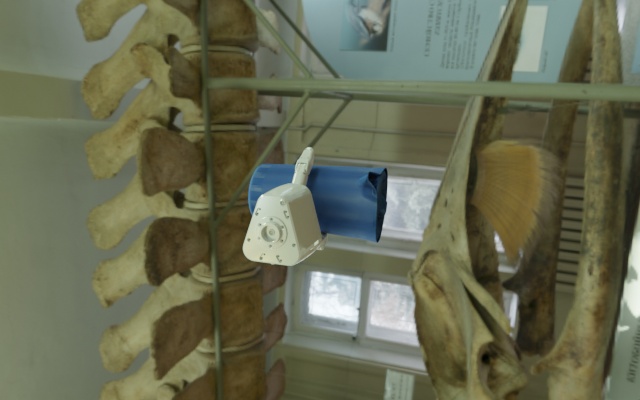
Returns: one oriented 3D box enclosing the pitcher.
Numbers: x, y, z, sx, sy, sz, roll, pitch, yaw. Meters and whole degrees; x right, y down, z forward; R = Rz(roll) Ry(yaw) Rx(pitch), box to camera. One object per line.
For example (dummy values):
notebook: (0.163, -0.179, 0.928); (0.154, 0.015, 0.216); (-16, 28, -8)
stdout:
pitcher: (0.000, 0.003, 0.876); (0.243, 0.149, 0.145); (6, 13, 14)
